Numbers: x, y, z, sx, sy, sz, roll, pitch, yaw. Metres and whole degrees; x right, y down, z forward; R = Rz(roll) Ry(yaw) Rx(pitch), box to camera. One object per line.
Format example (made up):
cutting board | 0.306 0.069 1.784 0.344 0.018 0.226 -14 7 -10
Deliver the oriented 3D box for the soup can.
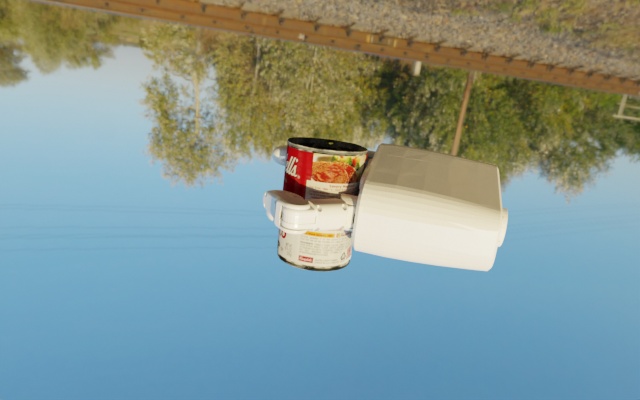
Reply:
soup can | 0.000 0.002 0.412 0.068 0.102 0.068 7 15 -2
